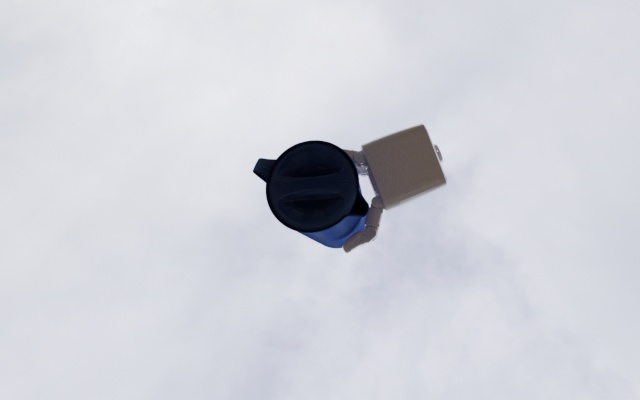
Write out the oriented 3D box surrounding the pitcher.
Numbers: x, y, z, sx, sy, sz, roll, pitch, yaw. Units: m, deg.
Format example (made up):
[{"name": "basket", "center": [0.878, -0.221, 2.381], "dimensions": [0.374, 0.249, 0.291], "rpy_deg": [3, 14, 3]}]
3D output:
[{"name": "pitcher", "center": [0.000, 0.002, 0.768], "dimensions": [0.145, 0.149, 0.243], "rpy_deg": [-23, -17, 5]}]
